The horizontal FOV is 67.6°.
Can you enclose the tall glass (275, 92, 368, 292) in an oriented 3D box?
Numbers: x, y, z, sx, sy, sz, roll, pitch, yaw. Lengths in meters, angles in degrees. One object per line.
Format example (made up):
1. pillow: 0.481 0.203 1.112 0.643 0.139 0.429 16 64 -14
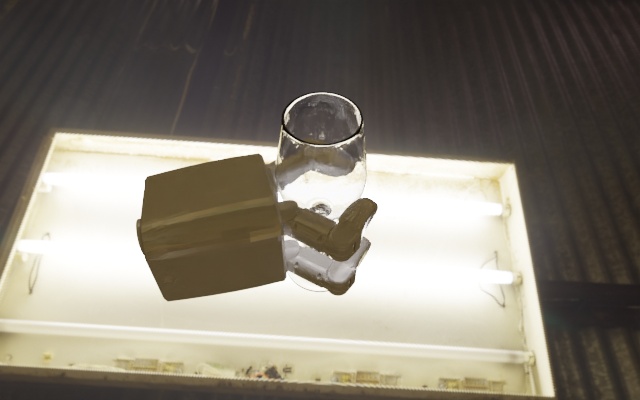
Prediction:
1. tall glass: 0.000 0.002 0.433 0.079 0.079 0.201 0 -40 -1
